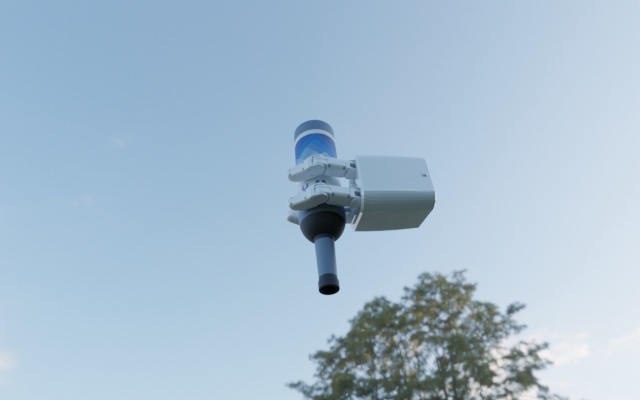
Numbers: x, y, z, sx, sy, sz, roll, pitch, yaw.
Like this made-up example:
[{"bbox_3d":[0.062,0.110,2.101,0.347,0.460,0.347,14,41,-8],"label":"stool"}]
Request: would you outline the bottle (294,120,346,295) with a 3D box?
[{"bbox_3d":[0.000,0.002,0.700,0.069,0.295,0.069,-3,-40,-3],"label":"bottle"}]
